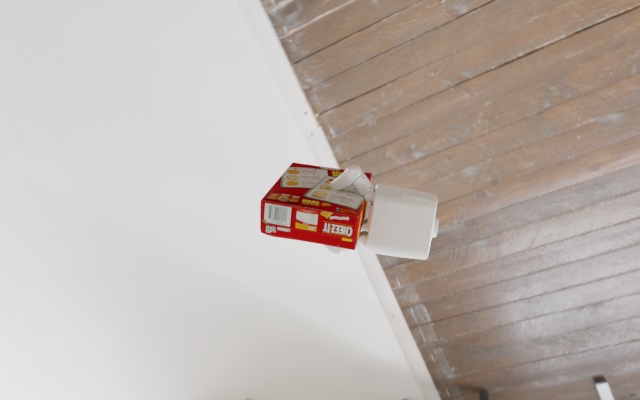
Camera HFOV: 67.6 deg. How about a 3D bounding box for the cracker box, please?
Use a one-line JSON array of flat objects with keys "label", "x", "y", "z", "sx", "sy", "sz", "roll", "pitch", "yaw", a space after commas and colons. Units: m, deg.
[{"label": "cracker box", "x": 0.000, "y": 0.003, "z": 0.862, "sx": 0.164, "sy": 0.072, "sz": 0.213, "roll": 9, "pitch": 23, "yaw": 8}]
